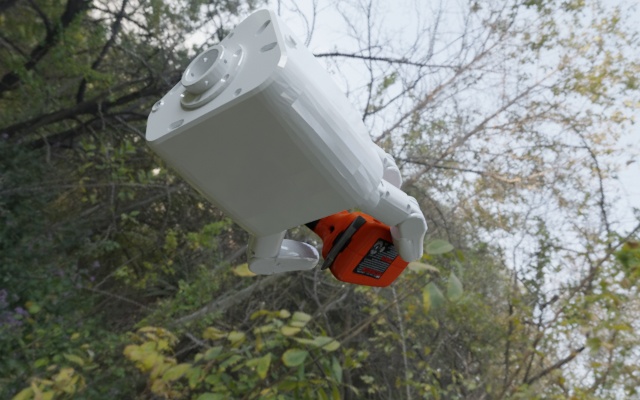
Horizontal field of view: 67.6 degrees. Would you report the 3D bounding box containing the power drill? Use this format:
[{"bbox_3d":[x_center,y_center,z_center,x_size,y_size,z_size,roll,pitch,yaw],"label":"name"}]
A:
[{"bbox_3d":[0.000,0.002,0.449,0.187,0.057,0.184,40,11,32],"label":"power drill"}]
